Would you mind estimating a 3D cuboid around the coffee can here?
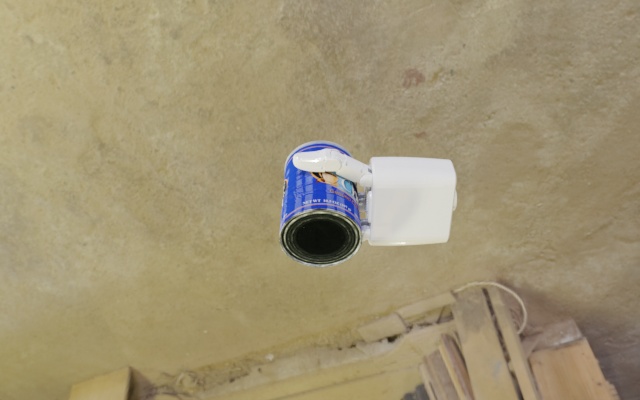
[{"bbox_3d":[0.000,0.002,0.634,0.103,0.103,0.140,0,42,0],"label":"coffee can"}]
